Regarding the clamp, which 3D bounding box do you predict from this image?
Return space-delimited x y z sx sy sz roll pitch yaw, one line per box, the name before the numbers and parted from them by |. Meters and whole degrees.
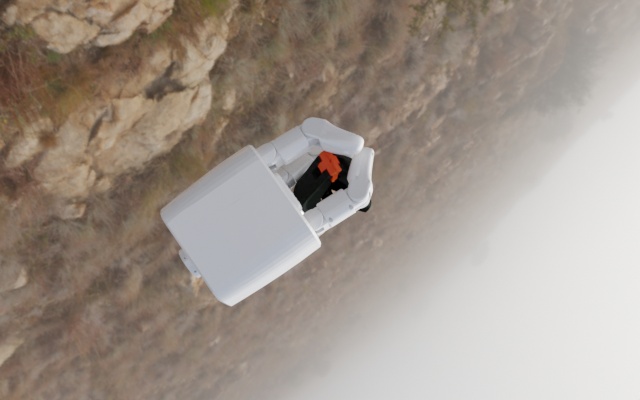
clamp | 0.000 0.002 0.532 0.120 0.039 0.171 -34 -23 -5
